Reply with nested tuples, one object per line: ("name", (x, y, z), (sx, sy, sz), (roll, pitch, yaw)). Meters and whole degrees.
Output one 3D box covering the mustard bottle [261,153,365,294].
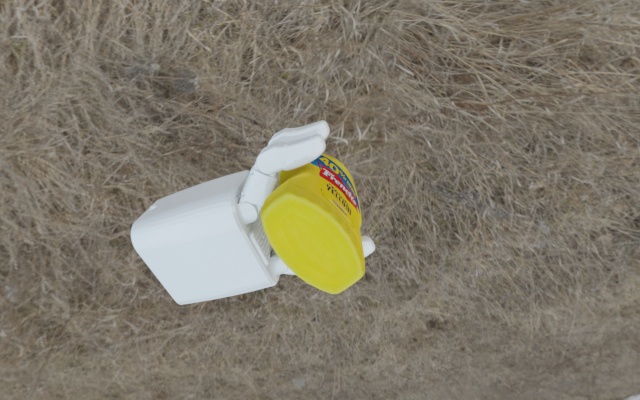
("mustard bottle", (0.000, 0.001, 0.453), (0.058, 0.096, 0.191), (-39, 14, 17))
